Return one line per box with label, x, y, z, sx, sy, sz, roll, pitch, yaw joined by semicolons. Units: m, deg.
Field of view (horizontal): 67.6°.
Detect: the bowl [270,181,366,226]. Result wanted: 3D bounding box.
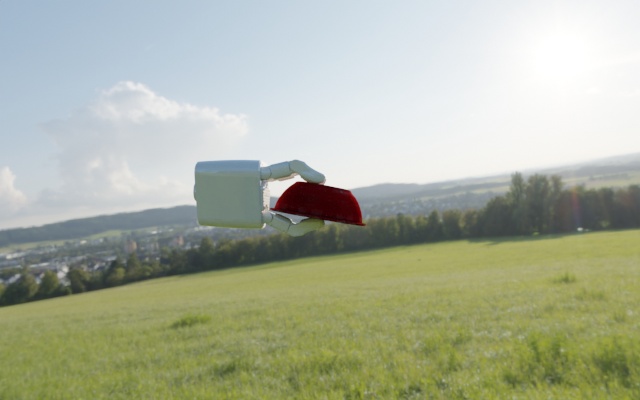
bowl;0.001;0.002;0.791;0.162;0.055;0.162;10;-1;0
